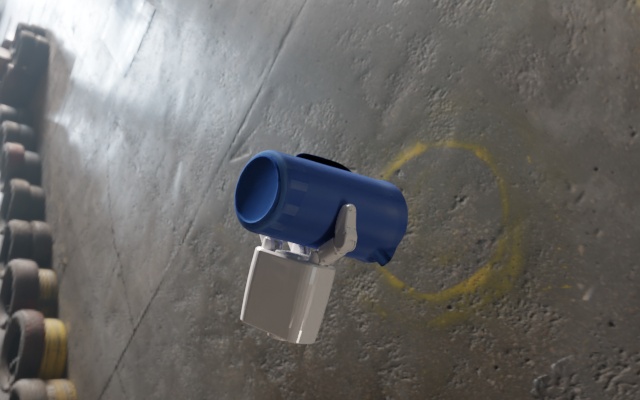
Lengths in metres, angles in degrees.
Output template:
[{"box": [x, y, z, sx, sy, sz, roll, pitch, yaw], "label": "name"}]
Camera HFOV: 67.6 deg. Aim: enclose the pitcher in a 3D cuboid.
[{"box": [0.000, 0.002, 0.686, 0.243, 0.145, 0.149, 16, -2, -43], "label": "pitcher"}]
